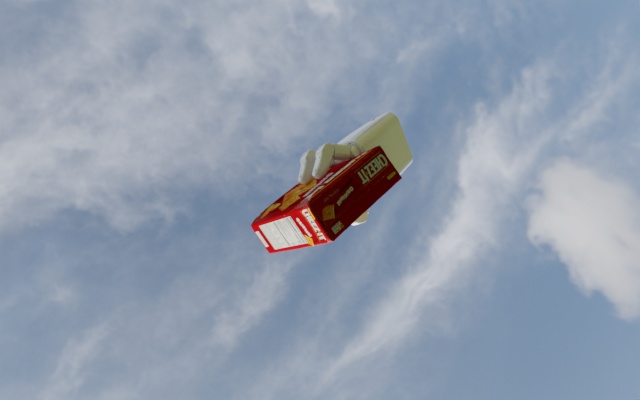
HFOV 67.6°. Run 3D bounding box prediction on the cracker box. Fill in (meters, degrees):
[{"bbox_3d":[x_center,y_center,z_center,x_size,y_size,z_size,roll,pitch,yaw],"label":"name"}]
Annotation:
[{"bbox_3d":[0.000,0.003,0.765,0.164,0.072,0.214,-41,11,-30],"label":"cracker box"}]
